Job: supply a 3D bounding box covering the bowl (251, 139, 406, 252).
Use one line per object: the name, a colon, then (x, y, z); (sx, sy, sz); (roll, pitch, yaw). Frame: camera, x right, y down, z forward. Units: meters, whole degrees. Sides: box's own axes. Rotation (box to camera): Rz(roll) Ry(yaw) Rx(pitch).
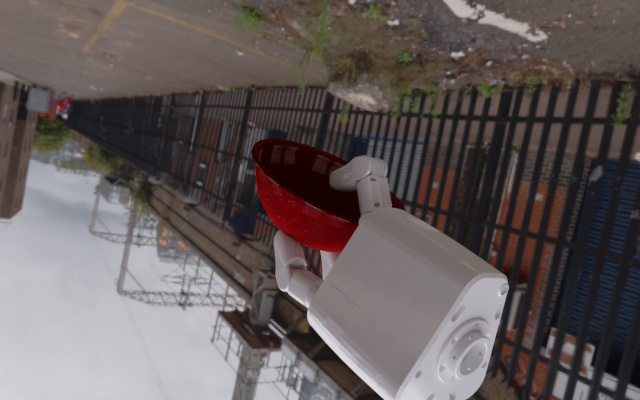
bowl: (0.000, 0.001, 0.466); (0.162, 0.055, 0.162); (22, 22, -10)
